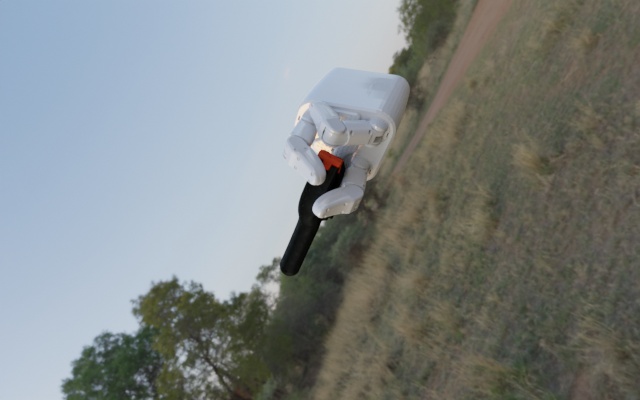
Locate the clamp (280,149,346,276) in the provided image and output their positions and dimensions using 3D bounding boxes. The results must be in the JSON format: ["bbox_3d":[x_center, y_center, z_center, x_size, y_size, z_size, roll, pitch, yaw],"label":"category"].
[{"bbox_3d":[0.000,0.002,0.564,0.039,0.172,0.120,25,43,3],"label":"clamp"}]
